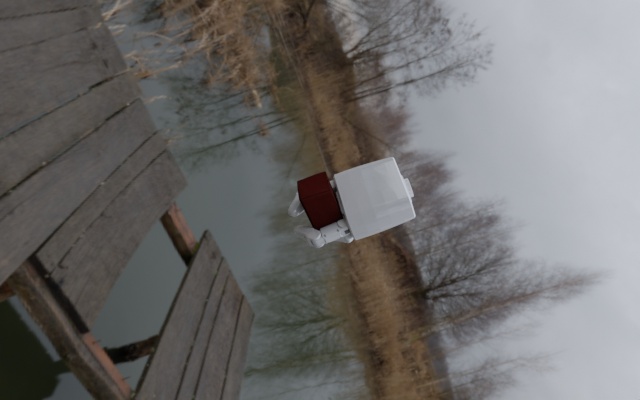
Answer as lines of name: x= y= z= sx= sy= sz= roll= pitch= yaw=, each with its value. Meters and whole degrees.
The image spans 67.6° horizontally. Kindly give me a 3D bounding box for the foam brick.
foam brick: x=0.000 y=0.002 z=0.772 sx=0.051 sy=0.078 sz=0.053 roll=-19 pitch=39 yaw=7
